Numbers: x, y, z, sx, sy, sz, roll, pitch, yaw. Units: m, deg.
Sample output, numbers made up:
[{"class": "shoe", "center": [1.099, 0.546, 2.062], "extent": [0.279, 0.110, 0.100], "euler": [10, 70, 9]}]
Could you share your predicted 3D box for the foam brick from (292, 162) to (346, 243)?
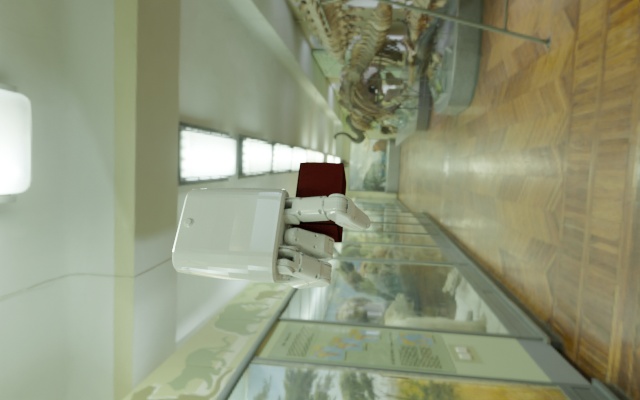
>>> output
[{"class": "foam brick", "center": [0.000, 0.002, 0.537], "extent": [0.051, 0.078, 0.053], "euler": [2, -27, 8]}]
